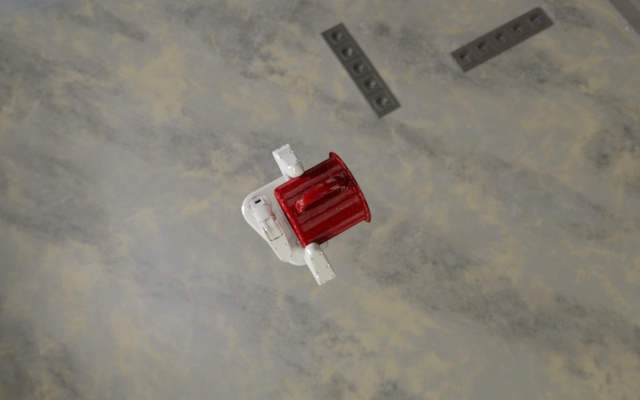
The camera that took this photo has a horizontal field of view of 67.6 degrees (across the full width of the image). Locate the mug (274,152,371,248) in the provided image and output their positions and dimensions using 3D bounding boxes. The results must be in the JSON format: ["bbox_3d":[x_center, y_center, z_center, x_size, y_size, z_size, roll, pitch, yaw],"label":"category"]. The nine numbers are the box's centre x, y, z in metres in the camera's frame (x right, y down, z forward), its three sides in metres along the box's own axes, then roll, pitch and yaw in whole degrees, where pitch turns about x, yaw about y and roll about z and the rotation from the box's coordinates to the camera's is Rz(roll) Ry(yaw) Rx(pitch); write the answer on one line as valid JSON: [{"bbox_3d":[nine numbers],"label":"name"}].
[{"bbox_3d":[0.000,0.002,0.532,0.081,0.093,0.117,-29,-7,-7],"label":"mug"}]
